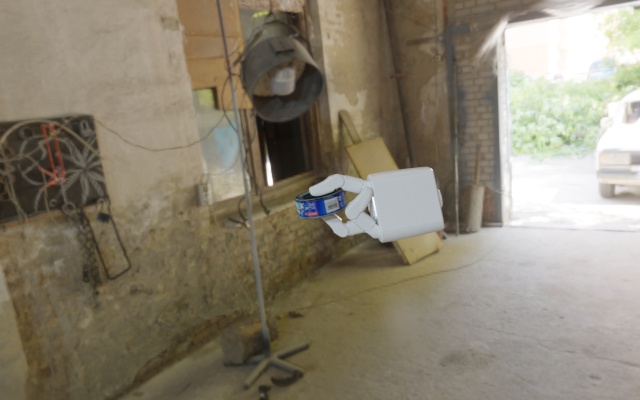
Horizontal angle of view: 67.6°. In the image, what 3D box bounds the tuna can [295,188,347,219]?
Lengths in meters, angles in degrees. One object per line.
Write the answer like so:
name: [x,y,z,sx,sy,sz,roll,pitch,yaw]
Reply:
tuna can: [0.000,0.002,0.827,0.086,0.034,0.086,-12,13,3]
